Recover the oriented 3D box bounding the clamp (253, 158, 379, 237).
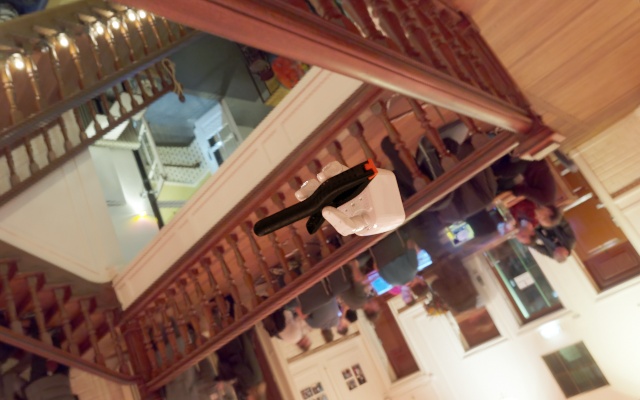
[{"bbox_3d":[0.001,0.003,0.768,0.210,0.036,0.164,-39,-20,32],"label":"clamp"}]
